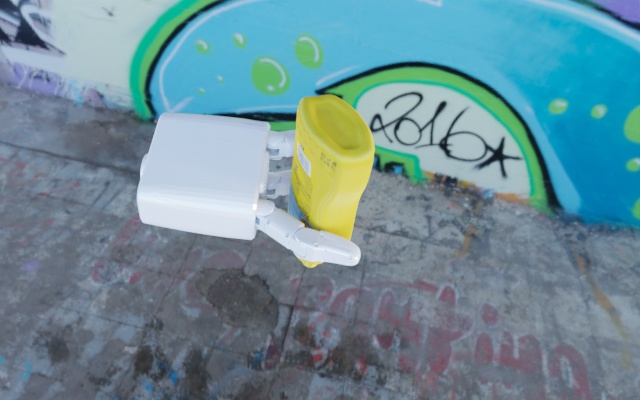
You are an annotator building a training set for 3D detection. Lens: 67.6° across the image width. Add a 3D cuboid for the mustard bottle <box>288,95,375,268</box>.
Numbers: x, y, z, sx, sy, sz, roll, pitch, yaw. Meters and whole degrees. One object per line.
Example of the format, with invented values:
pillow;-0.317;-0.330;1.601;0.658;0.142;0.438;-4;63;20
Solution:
mustard bottle;0.000;0.001;0.466;0.058;0.192;0.096;-12;49;-22
